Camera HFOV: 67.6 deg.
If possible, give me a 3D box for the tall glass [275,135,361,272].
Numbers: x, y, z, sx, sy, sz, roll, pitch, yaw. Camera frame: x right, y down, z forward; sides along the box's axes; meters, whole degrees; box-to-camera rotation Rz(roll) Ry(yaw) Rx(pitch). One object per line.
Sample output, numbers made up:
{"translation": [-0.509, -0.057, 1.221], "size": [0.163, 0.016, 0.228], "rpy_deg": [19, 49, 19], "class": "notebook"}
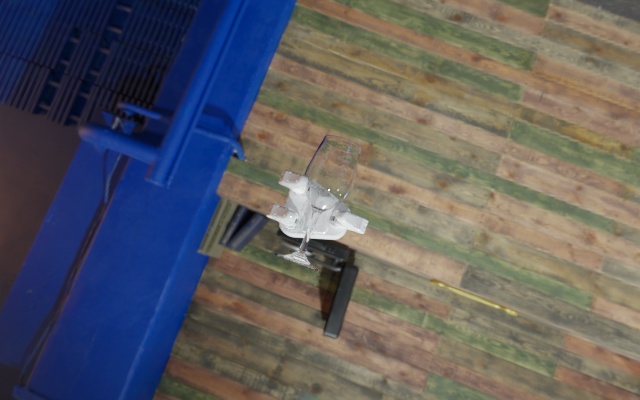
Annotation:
{"translation": [0.000, 0.003, 0.735], "size": [0.079, 0.201, 0.079], "rpy_deg": [20, -8, 3], "class": "tall glass"}
